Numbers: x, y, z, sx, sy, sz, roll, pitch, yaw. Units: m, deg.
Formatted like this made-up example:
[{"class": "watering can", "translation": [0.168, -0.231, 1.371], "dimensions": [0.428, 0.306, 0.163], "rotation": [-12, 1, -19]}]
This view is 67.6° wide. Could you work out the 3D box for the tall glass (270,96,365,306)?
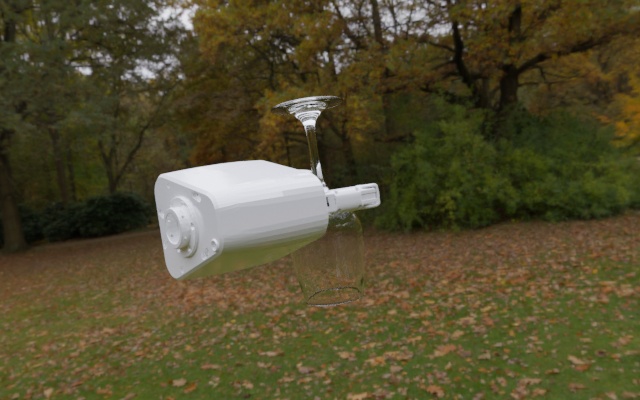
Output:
[{"class": "tall glass", "translation": [0.000, 0.001, 0.487], "dimensions": [0.079, 0.201, 0.079], "rotation": [-9, 2, 0]}]
